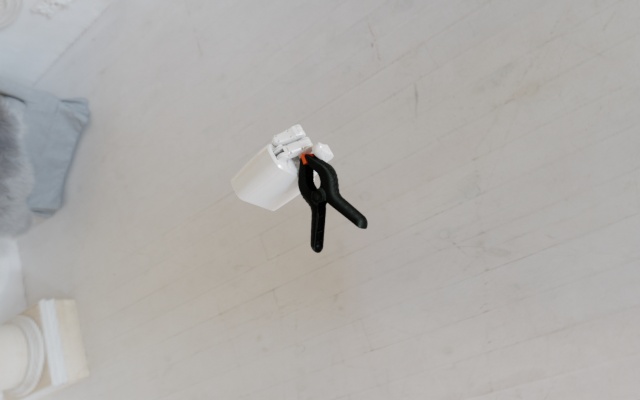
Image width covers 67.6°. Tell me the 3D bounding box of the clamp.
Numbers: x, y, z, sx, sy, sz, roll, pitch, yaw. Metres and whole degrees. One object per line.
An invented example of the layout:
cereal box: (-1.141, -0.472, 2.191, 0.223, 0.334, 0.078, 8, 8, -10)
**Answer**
clamp: (0.000, 0.002, 0.819, 0.120, 0.171, 0.039, -38, -23, 26)
